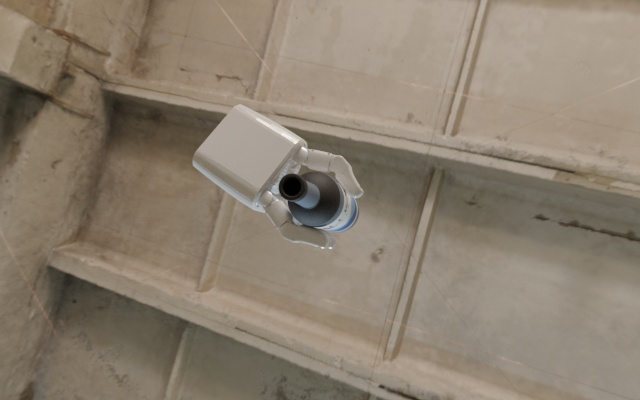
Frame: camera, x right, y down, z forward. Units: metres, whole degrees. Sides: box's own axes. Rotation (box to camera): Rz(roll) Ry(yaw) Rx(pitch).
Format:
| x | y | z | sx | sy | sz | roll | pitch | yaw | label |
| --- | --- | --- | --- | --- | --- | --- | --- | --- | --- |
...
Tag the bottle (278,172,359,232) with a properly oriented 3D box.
| x | y | z | sx | sy | sz | roll | pitch | yaw | label |
| --- | --- | --- | --- | --- | --- | --- | --- | --- | --- |
| 0.000 | 0.002 | 0.611 | 0.069 | 0.069 | 0.296 | 0 | -6 | 11 | bottle |
